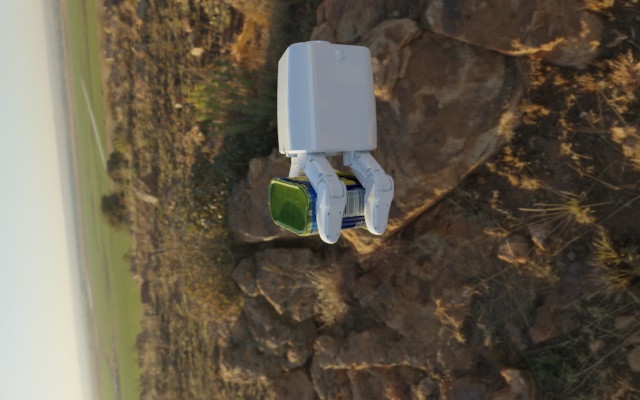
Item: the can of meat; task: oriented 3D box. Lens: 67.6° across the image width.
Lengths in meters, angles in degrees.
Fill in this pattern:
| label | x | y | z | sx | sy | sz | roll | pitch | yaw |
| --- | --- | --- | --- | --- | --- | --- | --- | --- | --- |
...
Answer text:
| label | x | y | z | sx | sy | sz | roll | pitch | yaw |
| --- | --- | --- | --- | --- | --- | --- | --- | --- | --- |
| can of meat | 0.000 | 0.002 | 0.519 | 0.084 | 0.057 | 0.102 | -5 | 11 | -29 |
